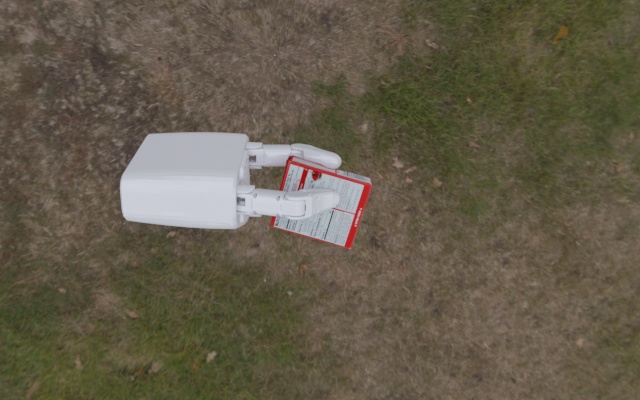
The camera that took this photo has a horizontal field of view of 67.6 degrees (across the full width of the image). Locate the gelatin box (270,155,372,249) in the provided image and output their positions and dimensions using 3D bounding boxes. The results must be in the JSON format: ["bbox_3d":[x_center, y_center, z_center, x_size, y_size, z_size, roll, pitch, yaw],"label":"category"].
[{"bbox_3d":[0.000,0.002,0.490,0.089,0.073,0.030,16,17,-2],"label":"gelatin box"}]
